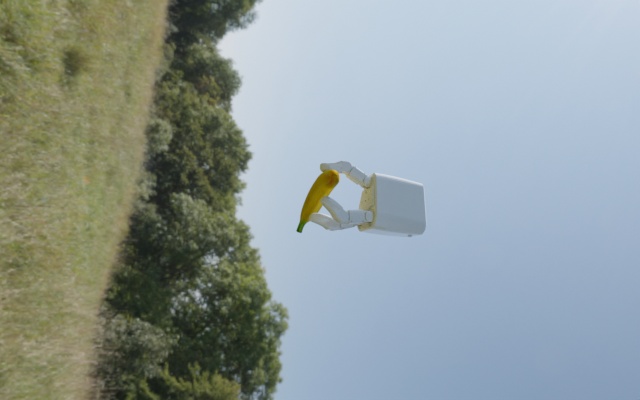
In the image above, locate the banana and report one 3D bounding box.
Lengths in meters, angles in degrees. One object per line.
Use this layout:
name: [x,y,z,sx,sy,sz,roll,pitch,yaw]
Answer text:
banana: [0.000,-0.010,0.910,0.037,0.069,0.198,14,-37,-13]
